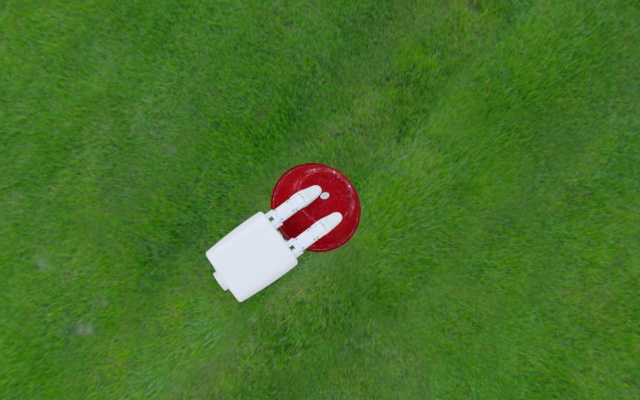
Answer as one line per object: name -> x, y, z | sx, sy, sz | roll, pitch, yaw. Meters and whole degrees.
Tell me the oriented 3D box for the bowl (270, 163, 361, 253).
bowl -> 0.001, 0.002, 0.799 | 0.162, 0.162, 0.055 | 0, -18, -16
